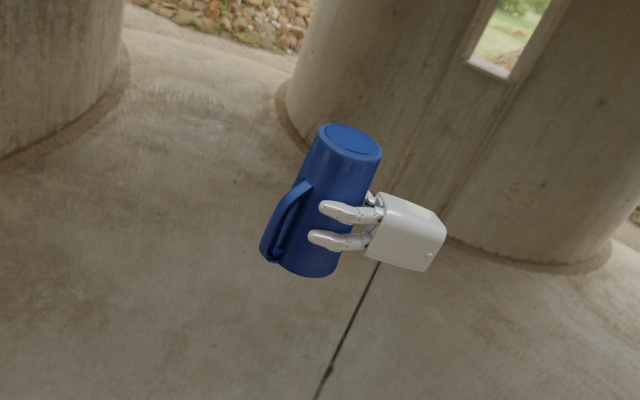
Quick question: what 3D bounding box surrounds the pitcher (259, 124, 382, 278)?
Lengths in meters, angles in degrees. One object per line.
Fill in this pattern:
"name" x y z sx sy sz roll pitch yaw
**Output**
"pitcher" 0.000 0.003 0.784 0.145 0.243 0.149 19 31 -7
